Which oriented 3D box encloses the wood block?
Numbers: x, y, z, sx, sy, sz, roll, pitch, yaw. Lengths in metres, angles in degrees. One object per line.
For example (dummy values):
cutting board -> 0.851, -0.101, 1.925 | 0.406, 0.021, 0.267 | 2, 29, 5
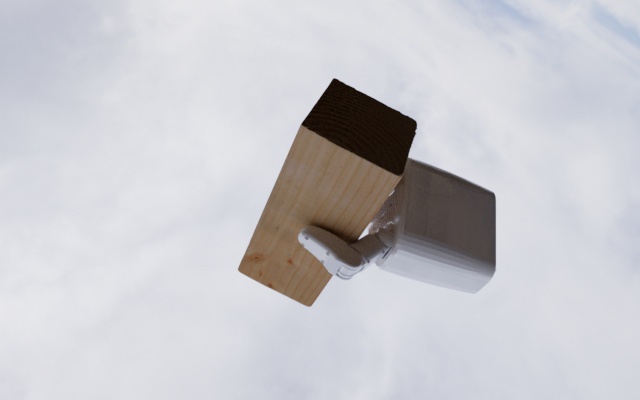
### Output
wood block -> 0.000, 0.002, 0.466 | 0.090, 0.206, 0.090 | 27, 42, -1
